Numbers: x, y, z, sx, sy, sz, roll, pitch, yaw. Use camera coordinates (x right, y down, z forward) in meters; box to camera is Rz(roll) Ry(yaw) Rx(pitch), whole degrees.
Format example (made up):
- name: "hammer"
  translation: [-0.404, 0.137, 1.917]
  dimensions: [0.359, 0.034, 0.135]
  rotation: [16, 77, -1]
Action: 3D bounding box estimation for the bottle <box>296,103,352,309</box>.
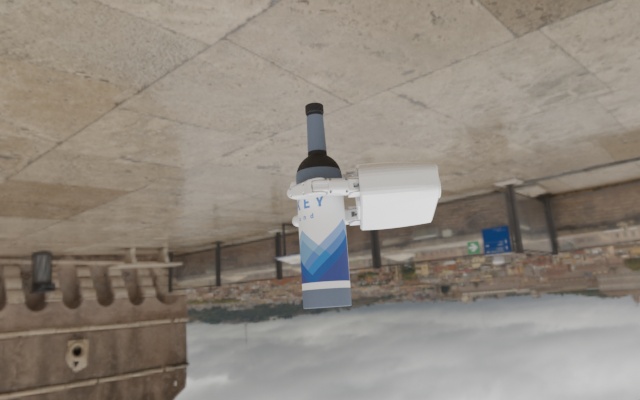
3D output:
- name: "bottle"
  translation: [0.000, 0.002, 0.682]
  dimensions: [0.069, 0.295, 0.069]
  rotation: [-4, -12, -1]
